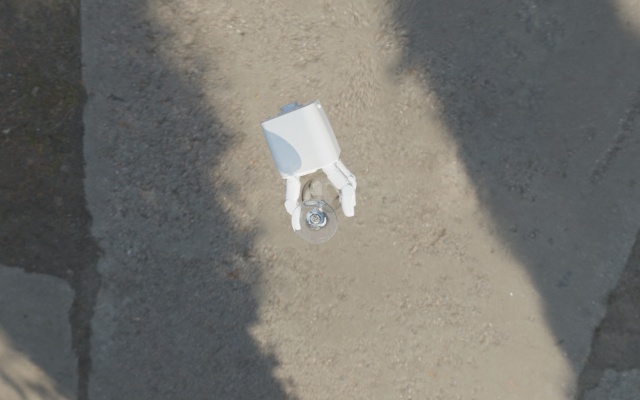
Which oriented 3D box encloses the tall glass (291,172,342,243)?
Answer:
[{"bbox_3d":[0.000,0.003,0.849,0.079,0.079,0.201,0,18,6],"label":"tall glass"}]
